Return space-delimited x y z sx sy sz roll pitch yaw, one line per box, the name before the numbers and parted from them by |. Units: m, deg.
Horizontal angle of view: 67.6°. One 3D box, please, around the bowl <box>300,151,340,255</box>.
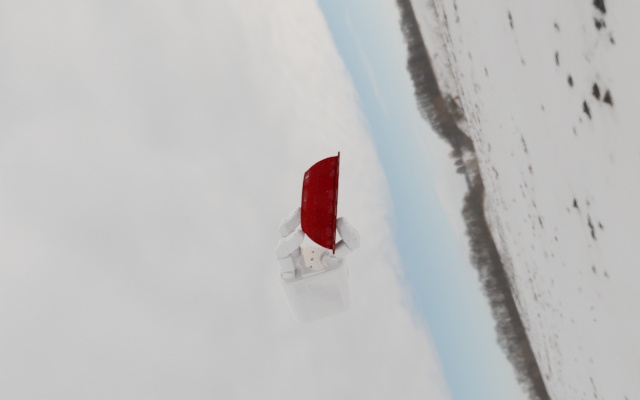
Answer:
bowl | 0.000 0.001 0.746 0.055 0.162 0.162 4 0 2
